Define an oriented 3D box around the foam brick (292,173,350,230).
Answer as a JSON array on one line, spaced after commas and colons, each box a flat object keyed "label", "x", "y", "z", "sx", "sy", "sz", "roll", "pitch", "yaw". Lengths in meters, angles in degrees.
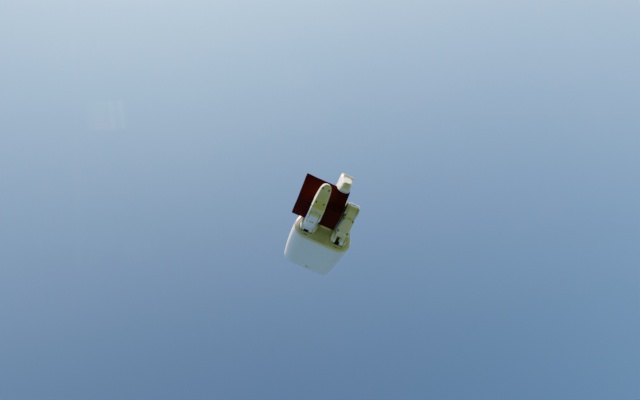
[{"label": "foam brick", "x": 0.000, "y": 0.002, "z": 0.780, "sx": 0.078, "sy": 0.053, "sz": 0.051, "roll": 24, "pitch": -36, "yaw": -2}]
